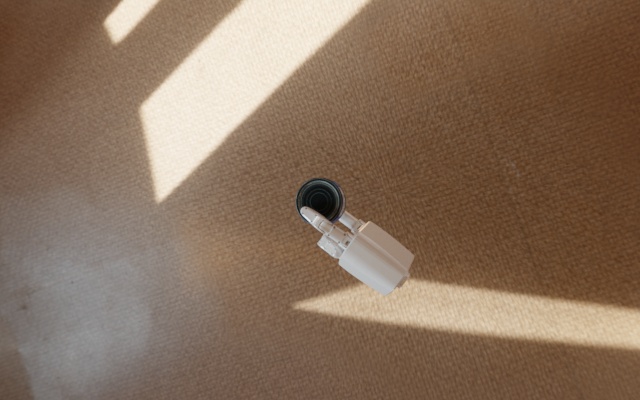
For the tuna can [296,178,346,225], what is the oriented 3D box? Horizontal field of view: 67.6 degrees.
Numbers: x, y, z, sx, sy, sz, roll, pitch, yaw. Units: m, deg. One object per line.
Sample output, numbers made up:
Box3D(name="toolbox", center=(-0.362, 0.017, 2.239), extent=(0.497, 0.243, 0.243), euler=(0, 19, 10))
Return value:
Box3D(name="tuna can", center=(0.000, 0.003, 0.839), extent=(0.086, 0.086, 0.034), euler=(0, -2, 13))
